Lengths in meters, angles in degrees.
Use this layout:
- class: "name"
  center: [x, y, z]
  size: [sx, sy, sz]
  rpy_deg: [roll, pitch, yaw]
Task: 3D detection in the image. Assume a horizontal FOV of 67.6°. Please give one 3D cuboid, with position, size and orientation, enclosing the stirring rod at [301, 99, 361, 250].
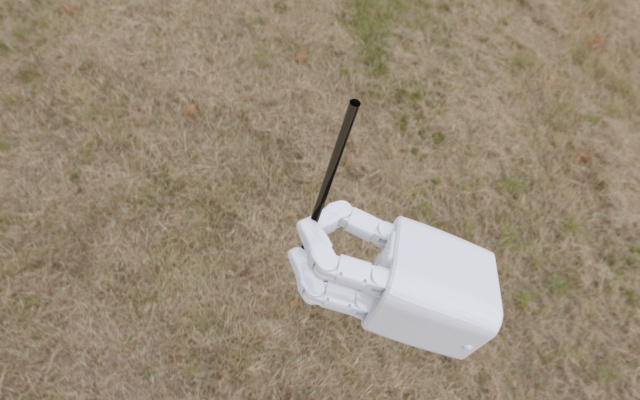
- class: "stirring rod"
  center: [0.000, 0.001, 0.425]
  size: [0.011, 0.011, 0.240]
  rpy_deg: [0, -35, -14]
